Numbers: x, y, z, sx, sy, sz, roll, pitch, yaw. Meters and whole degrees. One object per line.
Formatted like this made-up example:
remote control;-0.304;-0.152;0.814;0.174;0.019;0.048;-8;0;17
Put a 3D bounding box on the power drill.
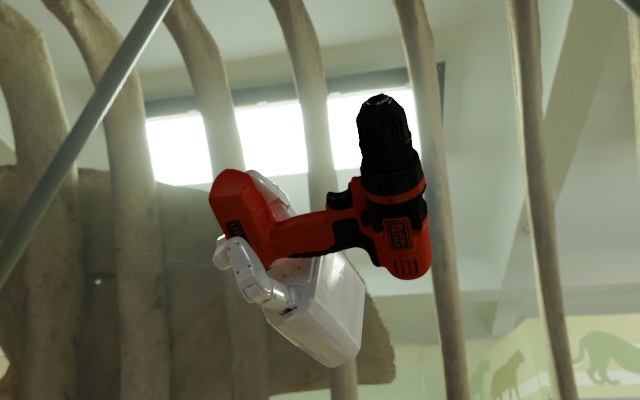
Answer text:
power drill;0.000;0.002;0.427;0.187;0.185;0.057;-4;36;18
